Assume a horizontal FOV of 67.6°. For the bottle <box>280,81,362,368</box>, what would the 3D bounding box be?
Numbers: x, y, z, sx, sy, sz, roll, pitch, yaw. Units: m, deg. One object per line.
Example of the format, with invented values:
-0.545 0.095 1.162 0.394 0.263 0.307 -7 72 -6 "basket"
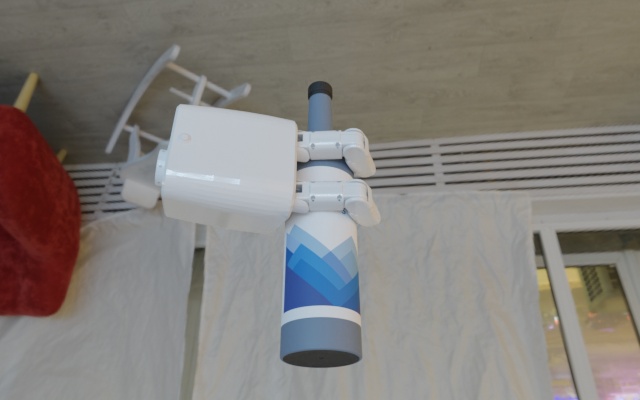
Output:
0.000 0.002 0.458 0.069 0.295 0.069 0 -31 0 "bottle"
